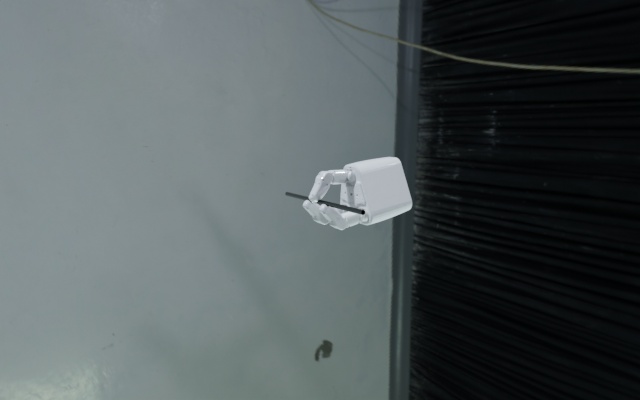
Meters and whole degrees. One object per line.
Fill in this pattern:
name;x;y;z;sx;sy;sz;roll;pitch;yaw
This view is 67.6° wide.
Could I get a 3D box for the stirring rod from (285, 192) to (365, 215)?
stirring rod;0.000;0.003;0.831;0.011;0.011;0.239;0;7;-33
